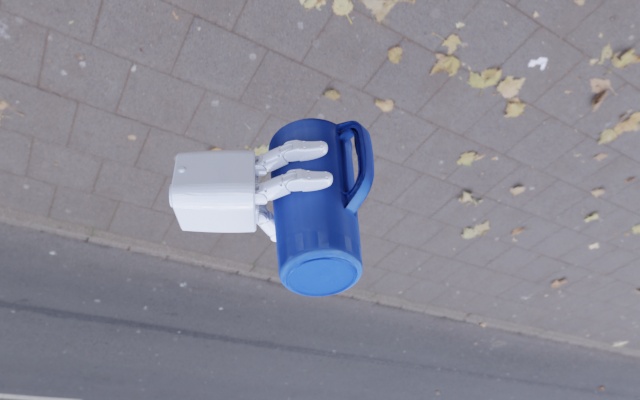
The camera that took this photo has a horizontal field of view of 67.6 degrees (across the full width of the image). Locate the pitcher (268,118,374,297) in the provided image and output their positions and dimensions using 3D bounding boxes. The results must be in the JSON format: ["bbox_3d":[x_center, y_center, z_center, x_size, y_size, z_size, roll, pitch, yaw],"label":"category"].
[{"bbox_3d":[0.000,0.002,0.675,0.145,0.242,0.149,-1,-41,-6],"label":"pitcher"}]
